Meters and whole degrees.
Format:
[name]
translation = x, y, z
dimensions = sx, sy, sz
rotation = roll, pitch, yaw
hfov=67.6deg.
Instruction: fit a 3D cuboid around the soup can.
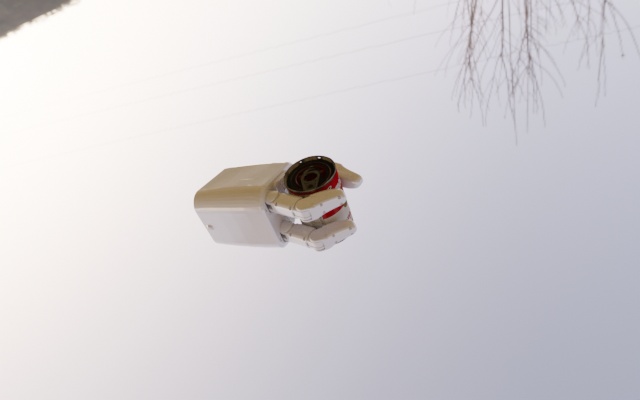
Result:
[soup can]
translation = 0.001, 0.002, 0.620
dimensions = 0.068, 0.102, 0.068
rotation = -12, 41, 11
